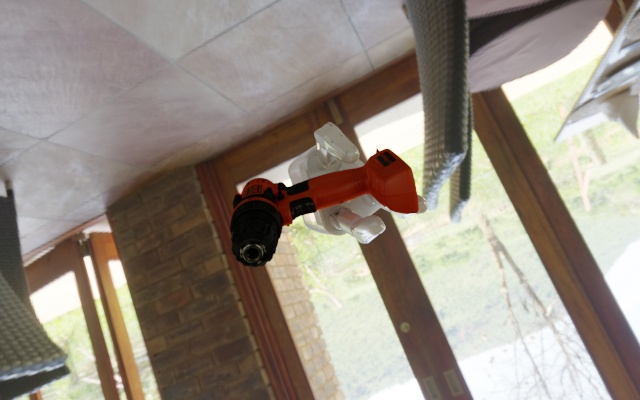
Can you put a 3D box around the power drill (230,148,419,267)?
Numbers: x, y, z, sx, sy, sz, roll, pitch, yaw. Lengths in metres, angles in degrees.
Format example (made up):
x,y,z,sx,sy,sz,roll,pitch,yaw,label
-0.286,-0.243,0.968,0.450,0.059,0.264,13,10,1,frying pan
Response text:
x,y,z,sx,sy,sz,roll,pitch,yaw,label
0.001,0.001,0.494,0.187,0.057,0.184,-12,20,-1,power drill
